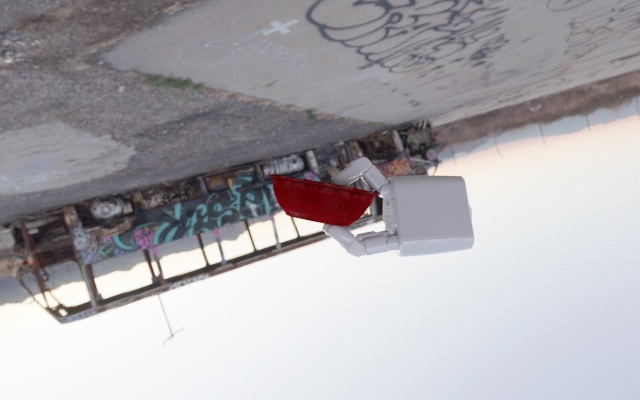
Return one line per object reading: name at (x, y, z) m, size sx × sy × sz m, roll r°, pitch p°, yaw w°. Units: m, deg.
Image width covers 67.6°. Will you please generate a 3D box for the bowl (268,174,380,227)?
bowl at (-0.001, 0.002, 0.682) m, size 0.162 × 0.055 × 0.162 m, roll 11°, pitch 1°, yaw 0°
